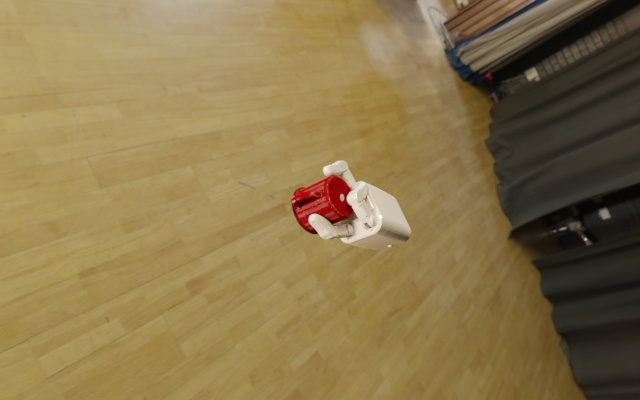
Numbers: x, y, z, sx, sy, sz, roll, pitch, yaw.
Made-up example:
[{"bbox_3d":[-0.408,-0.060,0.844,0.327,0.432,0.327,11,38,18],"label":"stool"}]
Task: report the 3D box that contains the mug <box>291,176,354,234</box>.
[{"bbox_3d":[-0.001,0.002,0.860,0.081,0.093,0.117,-25,-29,36],"label":"mug"}]
